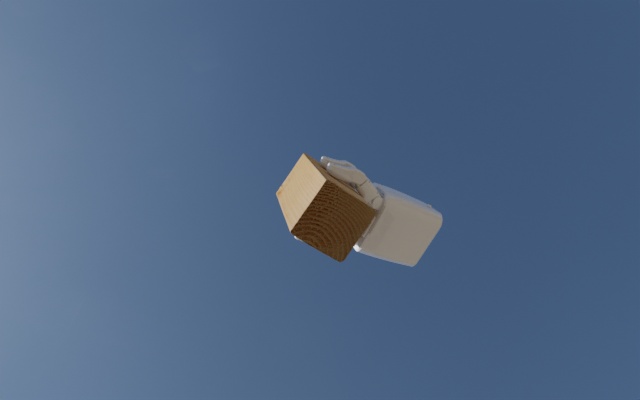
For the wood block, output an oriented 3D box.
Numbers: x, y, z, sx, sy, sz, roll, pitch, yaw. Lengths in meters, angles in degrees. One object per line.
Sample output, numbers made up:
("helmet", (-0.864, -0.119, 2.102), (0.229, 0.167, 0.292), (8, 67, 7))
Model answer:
("wood block", (0.000, 0.003, 0.741), (0.090, 0.091, 0.206), (32, 7, -17))
